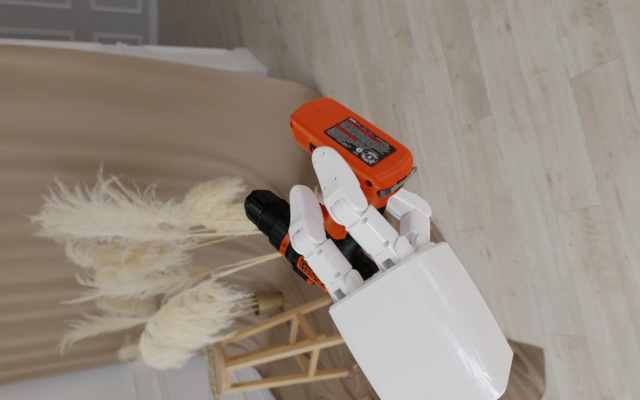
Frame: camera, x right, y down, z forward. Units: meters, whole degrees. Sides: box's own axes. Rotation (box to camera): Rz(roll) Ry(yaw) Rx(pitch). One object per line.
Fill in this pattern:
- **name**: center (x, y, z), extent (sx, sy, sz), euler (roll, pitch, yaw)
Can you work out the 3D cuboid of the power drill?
- **power drill**: center (0.000, 0.001, 0.449), extent (0.184, 0.188, 0.057), euler (36, 52, 21)
